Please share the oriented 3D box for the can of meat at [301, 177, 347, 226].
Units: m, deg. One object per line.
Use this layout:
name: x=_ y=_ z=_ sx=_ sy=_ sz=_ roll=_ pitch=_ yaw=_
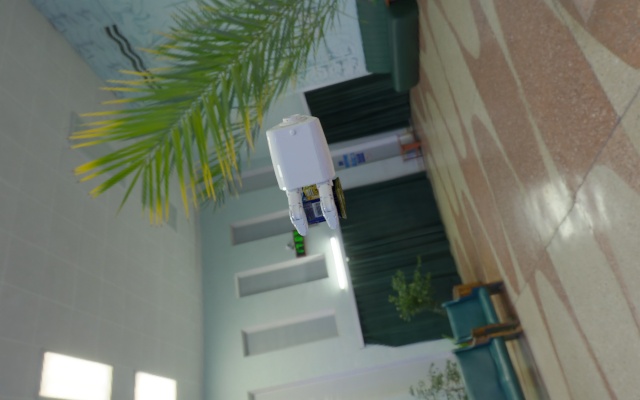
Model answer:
can of meat: x=0.000 y=0.003 z=0.872 sx=0.084 sy=0.057 sz=0.102 roll=-13 pitch=20 yaw=5
